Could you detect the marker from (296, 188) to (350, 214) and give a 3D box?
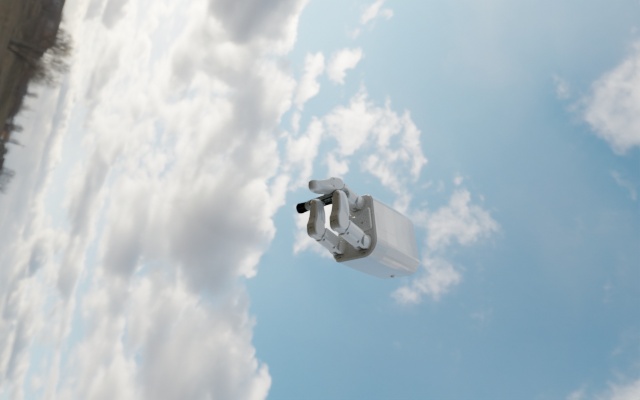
[{"bbox_3d":[0.000,0.002,0.757,0.020,0.020,0.121,0,-12,-39],"label":"marker"}]
